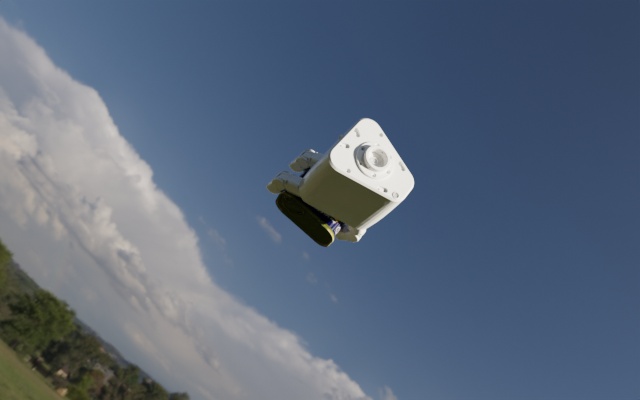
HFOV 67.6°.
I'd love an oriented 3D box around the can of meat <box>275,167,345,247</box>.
[{"bbox_3d":[0.000,0.002,0.703,0.084,0.102,0.057,-48,-3,-28],"label":"can of meat"}]
